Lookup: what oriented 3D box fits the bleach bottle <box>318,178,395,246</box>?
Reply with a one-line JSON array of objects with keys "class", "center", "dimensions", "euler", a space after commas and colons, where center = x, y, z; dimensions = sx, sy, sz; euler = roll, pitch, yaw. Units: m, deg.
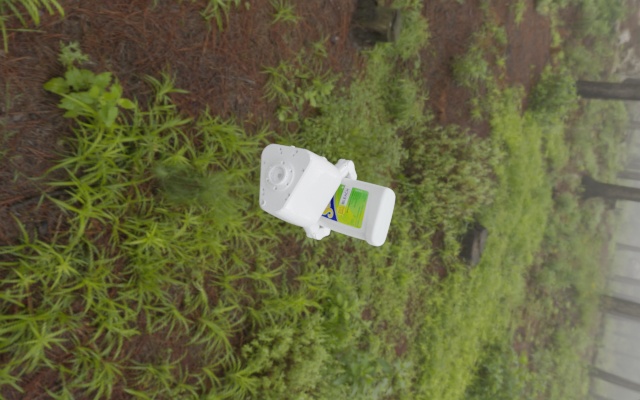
[{"class": "bleach bottle", "center": [0.000, 0.003, 0.852], "dimensions": [0.251, 0.102, 0.068], "euler": [12, -6, 28]}]
